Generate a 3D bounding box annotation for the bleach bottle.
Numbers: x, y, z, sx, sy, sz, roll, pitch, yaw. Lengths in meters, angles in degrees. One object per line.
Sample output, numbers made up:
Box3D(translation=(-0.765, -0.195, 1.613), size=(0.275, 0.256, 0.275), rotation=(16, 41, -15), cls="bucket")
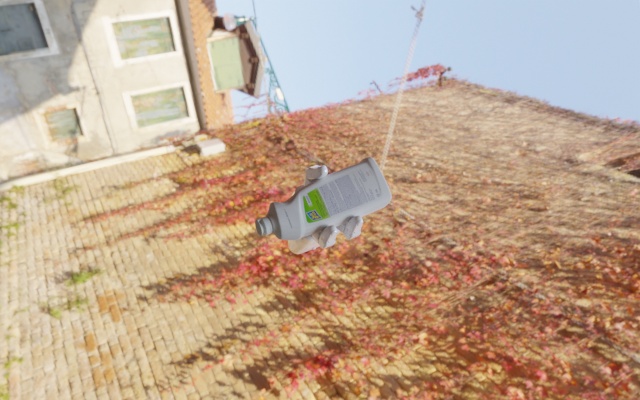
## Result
Box3D(translation=(0.000, 0.003, 0.854), size=(0.251, 0.102, 0.068), rotation=(-18, -16, -25), cls="bleach bottle")
